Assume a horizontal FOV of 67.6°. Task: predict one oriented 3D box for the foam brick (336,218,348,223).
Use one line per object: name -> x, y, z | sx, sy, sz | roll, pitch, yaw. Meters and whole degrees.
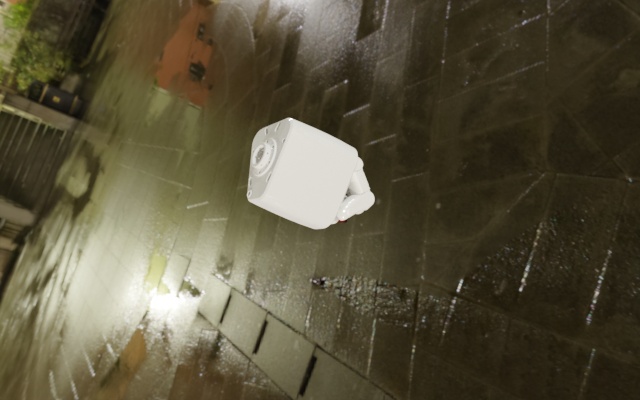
foam brick -> 0.000, 0.002, 0.693 | 0.051, 0.053, 0.078 | 22, -18, -34
